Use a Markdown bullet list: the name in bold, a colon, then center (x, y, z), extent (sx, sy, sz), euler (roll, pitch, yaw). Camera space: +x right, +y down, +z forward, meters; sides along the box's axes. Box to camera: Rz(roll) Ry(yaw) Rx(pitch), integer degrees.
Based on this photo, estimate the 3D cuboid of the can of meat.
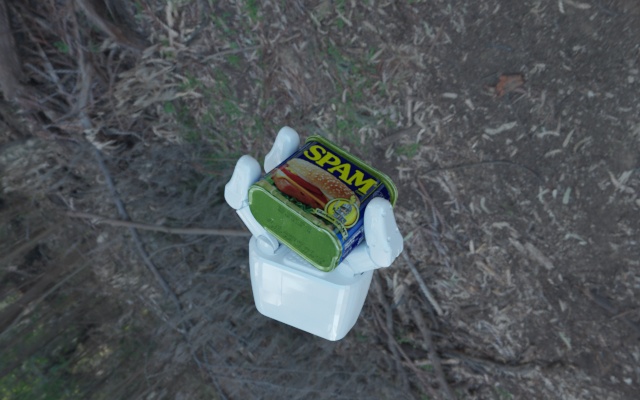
- **can of meat**: center (0.000, 0.002, 0.412), extent (0.102, 0.057, 0.084), euler (34, 52, 19)
